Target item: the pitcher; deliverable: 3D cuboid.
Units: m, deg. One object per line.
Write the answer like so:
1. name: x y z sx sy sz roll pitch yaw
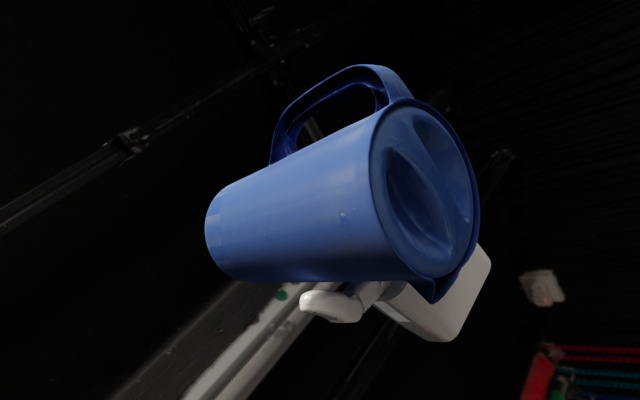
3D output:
1. pitcher: 0.000 0.002 0.422 0.243 0.149 0.145 -15 -46 45
